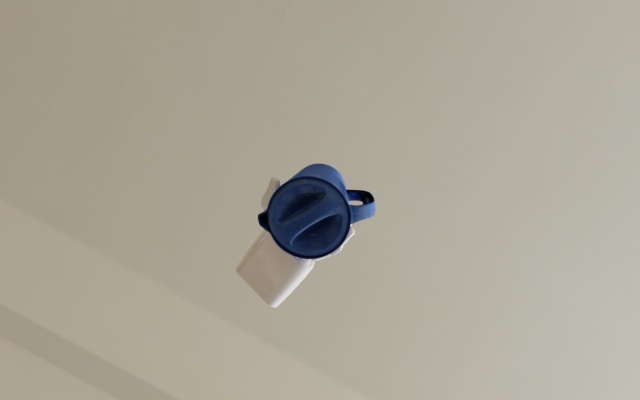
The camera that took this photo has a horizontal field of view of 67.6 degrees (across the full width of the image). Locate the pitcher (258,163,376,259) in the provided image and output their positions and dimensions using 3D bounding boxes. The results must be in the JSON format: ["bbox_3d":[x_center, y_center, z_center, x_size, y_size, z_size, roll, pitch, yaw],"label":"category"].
[{"bbox_3d":[0.000,0.003,0.848,0.149,0.145,0.242,37,13,-4],"label":"pitcher"}]
